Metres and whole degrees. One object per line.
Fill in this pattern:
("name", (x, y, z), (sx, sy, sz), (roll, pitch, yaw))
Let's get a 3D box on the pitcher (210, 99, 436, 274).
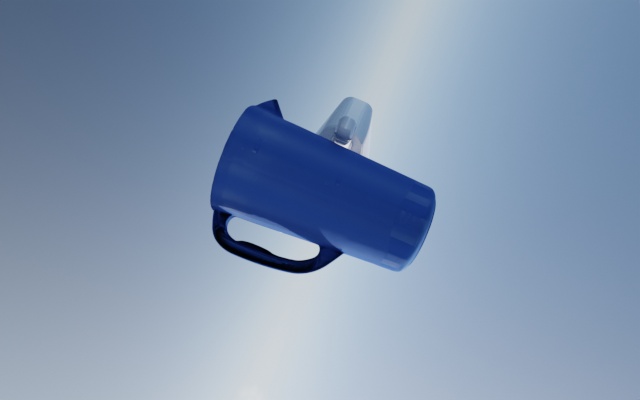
("pitcher", (0.000, 0.002, 0.561), (0.243, 0.149, 0.145), (22, 36, 1))
